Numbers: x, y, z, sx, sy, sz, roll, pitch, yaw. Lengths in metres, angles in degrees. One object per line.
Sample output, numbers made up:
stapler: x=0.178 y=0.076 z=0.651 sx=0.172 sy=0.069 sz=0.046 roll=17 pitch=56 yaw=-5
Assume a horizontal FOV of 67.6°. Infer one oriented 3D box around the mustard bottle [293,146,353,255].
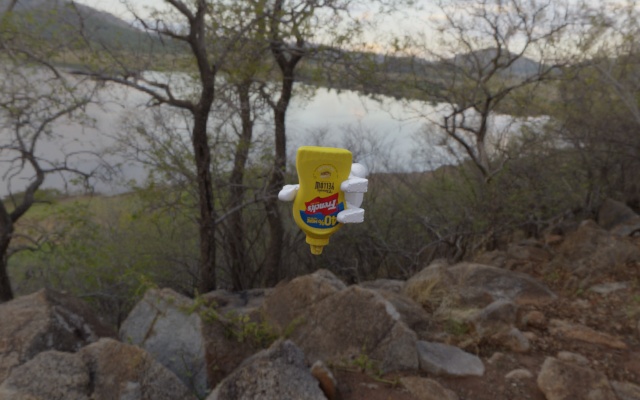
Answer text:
mustard bottle: x=0.000 y=0.003 z=0.848 sx=0.096 sy=0.192 sz=0.058 roll=2 pitch=13 yaw=-11
